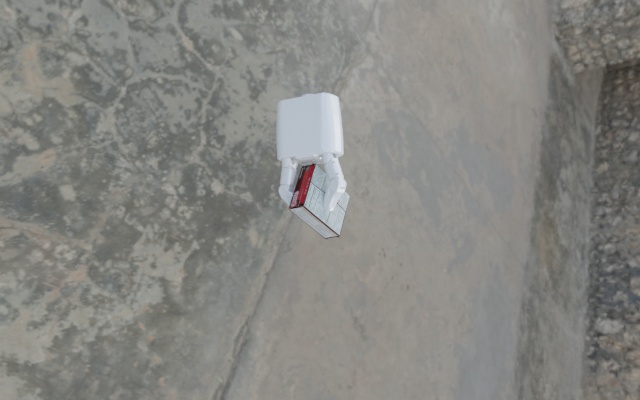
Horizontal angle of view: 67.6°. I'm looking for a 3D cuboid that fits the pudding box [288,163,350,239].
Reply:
[{"bbox_3d":[0.000,0.003,0.842,0.039,0.090,0.113,-10,-38,40],"label":"pudding box"}]
